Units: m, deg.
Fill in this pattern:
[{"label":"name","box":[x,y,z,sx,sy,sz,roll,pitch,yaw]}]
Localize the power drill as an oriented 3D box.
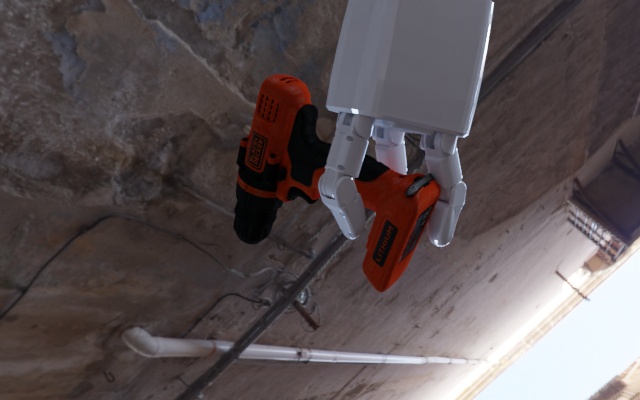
[{"label":"power drill","box":[0.001,0.001,0.441,0.187,0.184,0.057,31,36,20]}]
